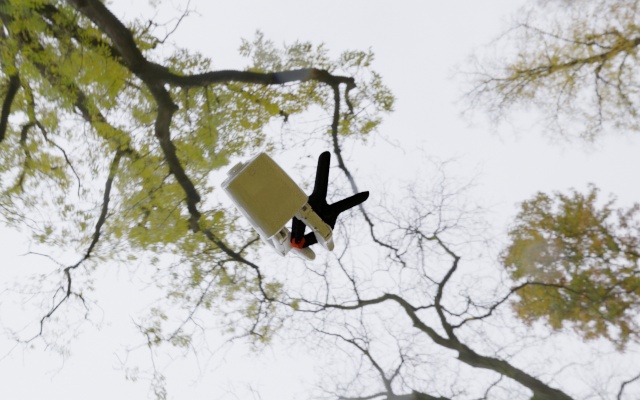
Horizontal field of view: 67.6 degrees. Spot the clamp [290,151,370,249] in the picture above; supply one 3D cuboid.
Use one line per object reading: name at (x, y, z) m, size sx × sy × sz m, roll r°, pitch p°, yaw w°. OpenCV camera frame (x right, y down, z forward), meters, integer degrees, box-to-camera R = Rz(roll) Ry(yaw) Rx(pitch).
clamp at (0.000, 0.003, 0.810) m, size 0.171 × 0.120 × 0.039 m, roll -47°, pitch 15°, yaw -23°
